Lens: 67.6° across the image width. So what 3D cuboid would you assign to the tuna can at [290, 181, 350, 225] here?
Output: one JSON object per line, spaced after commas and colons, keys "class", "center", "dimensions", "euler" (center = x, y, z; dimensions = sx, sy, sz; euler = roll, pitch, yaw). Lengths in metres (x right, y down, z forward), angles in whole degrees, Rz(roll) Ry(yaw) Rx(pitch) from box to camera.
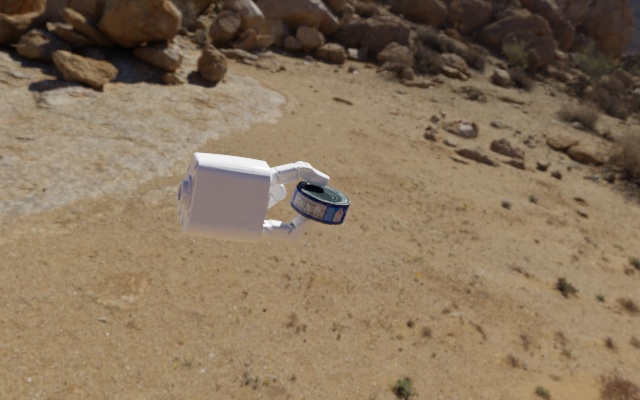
{"class": "tuna can", "center": [0.000, 0.002, 0.714], "dimensions": [0.086, 0.034, 0.086], "euler": [18, 18, -6]}
